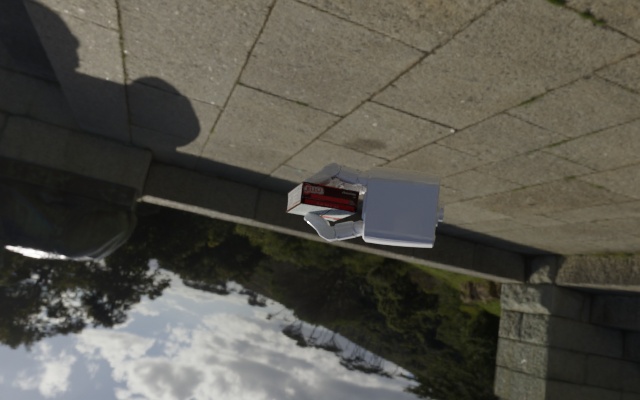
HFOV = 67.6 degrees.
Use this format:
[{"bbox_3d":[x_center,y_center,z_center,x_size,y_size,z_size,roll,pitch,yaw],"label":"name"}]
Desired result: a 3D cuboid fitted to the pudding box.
[{"bbox_3d":[0.000,0.003,0.753,0.090,0.039,0.113,11,-13,-14],"label":"pudding box"}]
